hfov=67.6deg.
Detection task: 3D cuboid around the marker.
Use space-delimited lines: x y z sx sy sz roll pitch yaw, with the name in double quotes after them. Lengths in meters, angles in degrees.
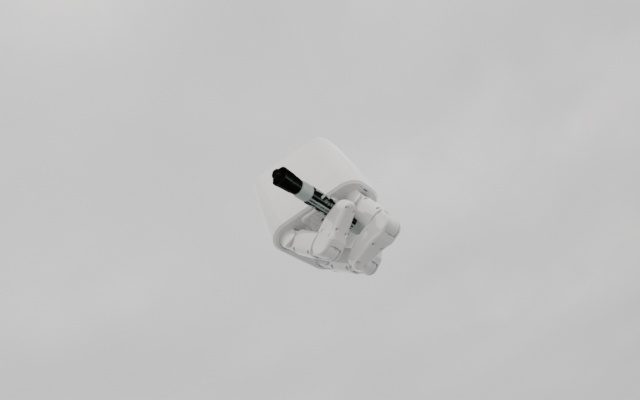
0.000 0.002 0.457 0.121 0.020 0.020 32 -21 -37 "marker"
